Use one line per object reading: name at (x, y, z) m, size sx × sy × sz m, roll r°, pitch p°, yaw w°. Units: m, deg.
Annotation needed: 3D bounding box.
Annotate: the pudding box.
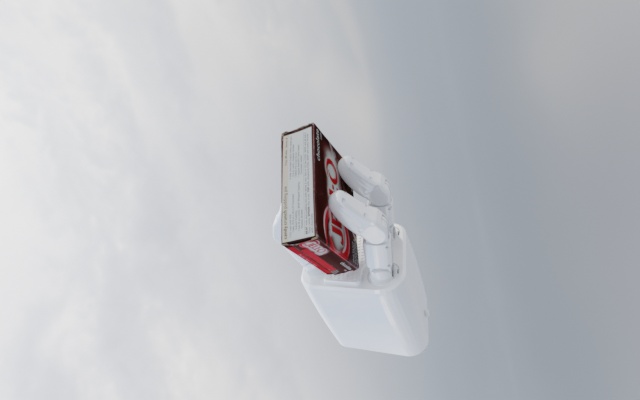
pudding box at (0.000, 0.001, 0.434) m, size 0.039 × 0.113 × 0.090 m, roll -15°, pitch -29°, yaw 20°
